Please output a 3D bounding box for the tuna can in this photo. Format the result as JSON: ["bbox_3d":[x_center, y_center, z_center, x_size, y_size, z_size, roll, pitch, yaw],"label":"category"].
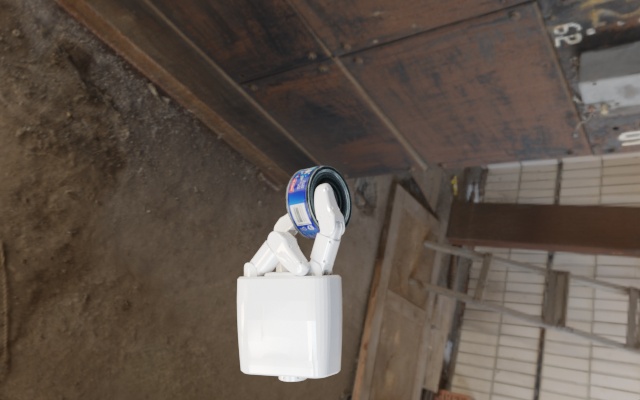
[{"bbox_3d":[0.001,0.002,0.567,0.034,0.086,0.086,-11,-7,39],"label":"tuna can"}]
